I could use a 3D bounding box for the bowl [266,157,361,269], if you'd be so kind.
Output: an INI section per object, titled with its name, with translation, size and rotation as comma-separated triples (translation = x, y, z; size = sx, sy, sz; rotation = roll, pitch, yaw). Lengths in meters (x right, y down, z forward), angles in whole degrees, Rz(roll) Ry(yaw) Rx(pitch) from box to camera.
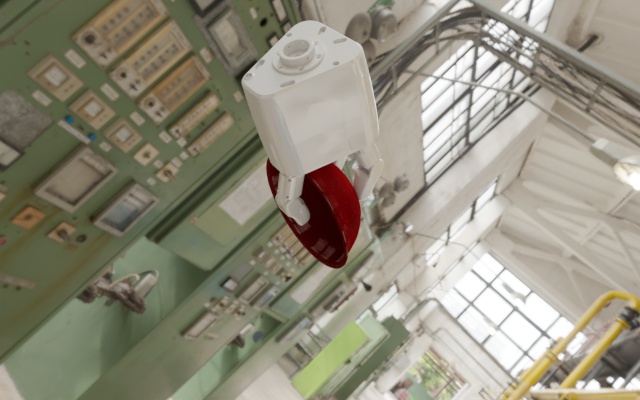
[bowl]
translation = 0.000, 0.002, 0.590
size = 0.055, 0.162, 0.162
rotation = -32, 13, -23
